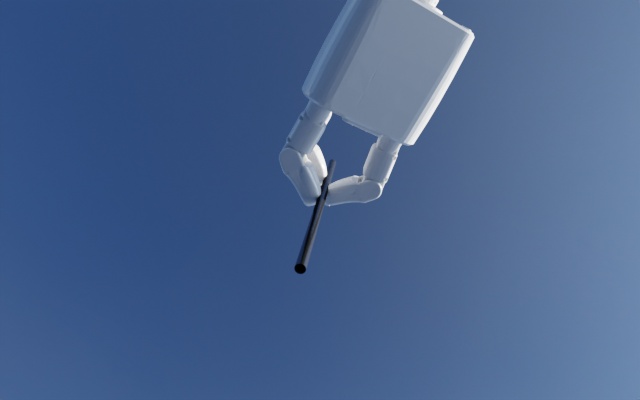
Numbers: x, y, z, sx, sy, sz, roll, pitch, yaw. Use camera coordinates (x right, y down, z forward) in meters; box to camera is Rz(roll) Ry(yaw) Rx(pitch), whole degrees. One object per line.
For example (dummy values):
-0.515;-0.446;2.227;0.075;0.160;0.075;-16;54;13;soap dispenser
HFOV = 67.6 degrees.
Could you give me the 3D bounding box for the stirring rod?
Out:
0.000;0.001;0.428;0.011;0.011;0.239;0;22;7;stirring rod
